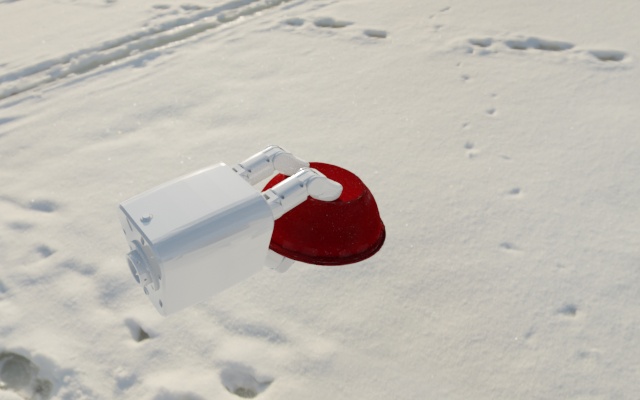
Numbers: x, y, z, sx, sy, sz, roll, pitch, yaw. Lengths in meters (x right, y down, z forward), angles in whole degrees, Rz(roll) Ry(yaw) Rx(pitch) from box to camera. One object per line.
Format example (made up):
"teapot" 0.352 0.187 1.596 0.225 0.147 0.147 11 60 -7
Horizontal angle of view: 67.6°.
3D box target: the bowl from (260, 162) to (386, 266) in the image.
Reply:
"bowl" 0.001 0.001 0.535 0.162 0.055 0.162 8 30 -5
